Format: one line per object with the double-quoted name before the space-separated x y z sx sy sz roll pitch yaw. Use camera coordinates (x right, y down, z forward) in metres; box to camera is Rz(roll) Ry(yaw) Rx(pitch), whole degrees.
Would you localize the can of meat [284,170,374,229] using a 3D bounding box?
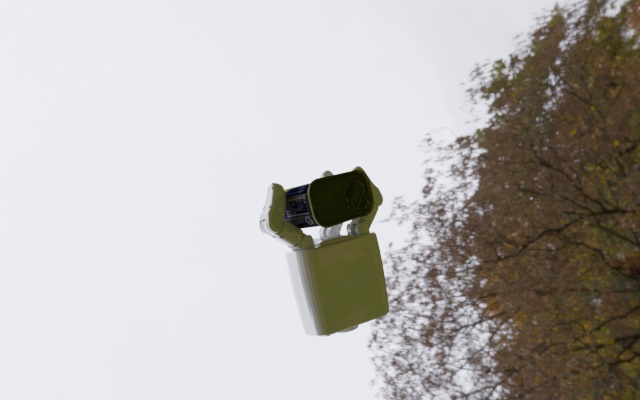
"can of meat" 0.000 0.002 0.590 0.102 0.057 0.084 -15 3 -42
